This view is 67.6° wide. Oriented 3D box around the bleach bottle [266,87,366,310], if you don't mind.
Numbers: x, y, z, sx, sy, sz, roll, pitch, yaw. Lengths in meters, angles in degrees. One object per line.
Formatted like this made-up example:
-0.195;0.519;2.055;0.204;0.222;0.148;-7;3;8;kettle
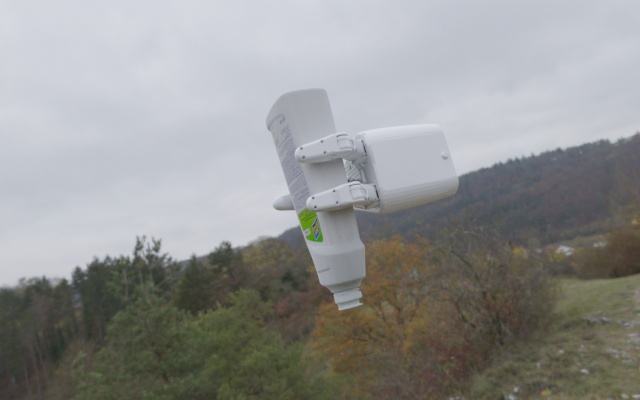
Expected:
0.000;0.002;0.562;0.068;0.250;0.102;-11;-10;-20;bleach bottle
